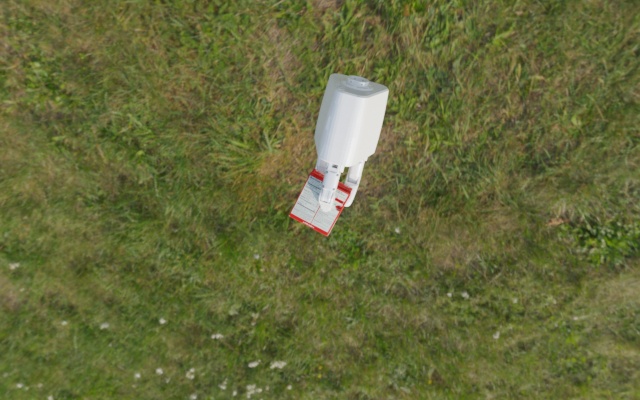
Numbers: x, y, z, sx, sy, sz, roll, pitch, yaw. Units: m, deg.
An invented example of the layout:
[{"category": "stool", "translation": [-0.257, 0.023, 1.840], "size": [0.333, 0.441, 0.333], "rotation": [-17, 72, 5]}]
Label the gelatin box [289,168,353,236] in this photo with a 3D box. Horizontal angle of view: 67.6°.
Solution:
[{"category": "gelatin box", "translation": [0.000, 0.003, 0.778], "size": [0.073, 0.089, 0.030], "rotation": [28, 24, -1]}]
